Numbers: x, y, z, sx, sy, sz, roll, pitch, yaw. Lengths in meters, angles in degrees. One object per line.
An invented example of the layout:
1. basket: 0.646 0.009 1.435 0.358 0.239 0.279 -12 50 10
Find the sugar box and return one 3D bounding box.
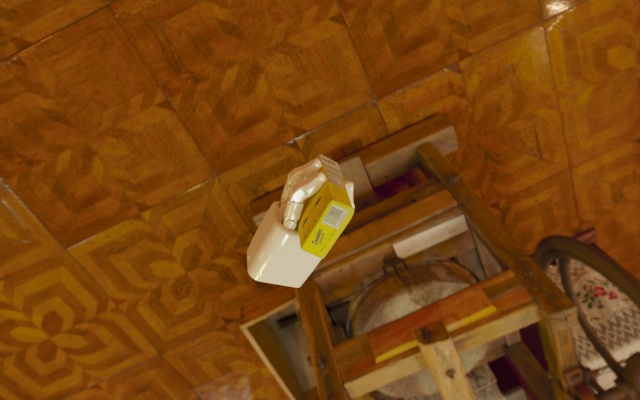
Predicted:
1. sugar box: 0.000 0.002 0.753 0.048 0.093 0.176 25 21 -21
